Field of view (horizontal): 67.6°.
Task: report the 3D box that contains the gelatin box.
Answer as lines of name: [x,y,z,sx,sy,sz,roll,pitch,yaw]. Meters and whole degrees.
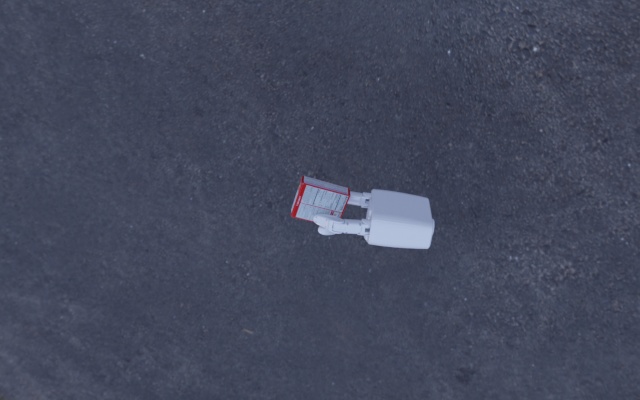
gelatin box: [0.000,0.003,0.840,0.089,0.073,0.030,14,32,-10]
